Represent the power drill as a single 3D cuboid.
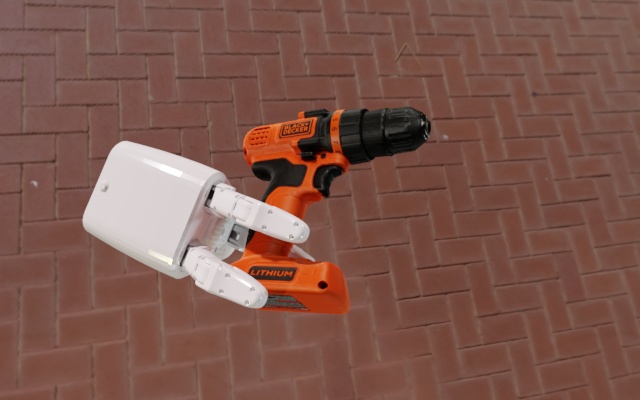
[{"bbox_3d":[0.000,0.002,0.418,0.184,0.187,0.057,-5,-34,27],"label":"power drill"}]
